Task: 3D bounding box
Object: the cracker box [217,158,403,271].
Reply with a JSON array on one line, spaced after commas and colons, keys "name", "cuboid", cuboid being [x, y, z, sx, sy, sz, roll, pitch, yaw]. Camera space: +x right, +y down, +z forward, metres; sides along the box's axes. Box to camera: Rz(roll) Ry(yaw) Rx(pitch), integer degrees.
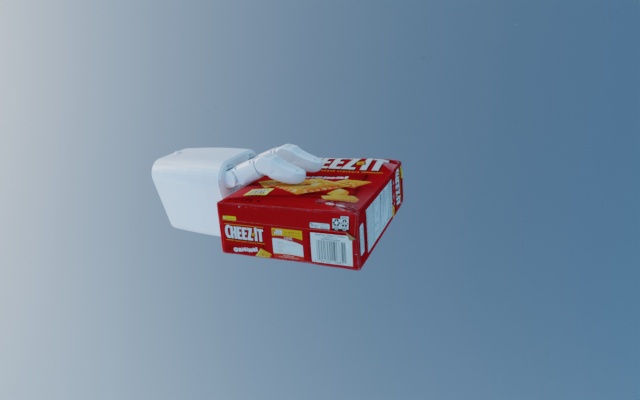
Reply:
[{"name": "cracker box", "cuboid": [0.000, 0.002, 0.590, 0.164, 0.072, 0.213, 4, 20, 21]}]
